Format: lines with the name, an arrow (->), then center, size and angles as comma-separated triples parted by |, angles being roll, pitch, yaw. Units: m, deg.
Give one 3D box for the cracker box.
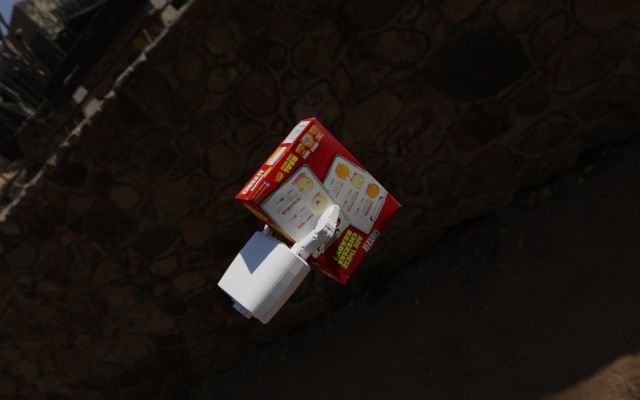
cracker box -> 0.000, 0.002, 0.760 | 0.214, 0.164, 0.072 | 43, -14, -22
